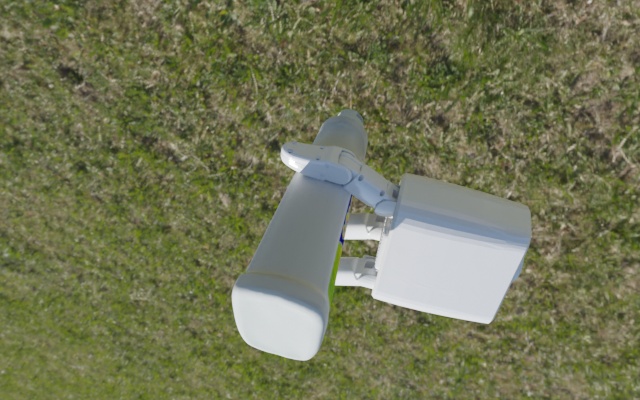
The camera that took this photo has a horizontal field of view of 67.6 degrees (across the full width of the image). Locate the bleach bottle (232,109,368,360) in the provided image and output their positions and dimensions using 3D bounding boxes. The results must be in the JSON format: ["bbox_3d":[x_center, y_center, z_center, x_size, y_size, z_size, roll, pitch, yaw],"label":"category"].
[{"bbox_3d":[0.000,0.001,0.418,0.068,0.250,0.103,14,-39,6],"label":"bleach bottle"}]
